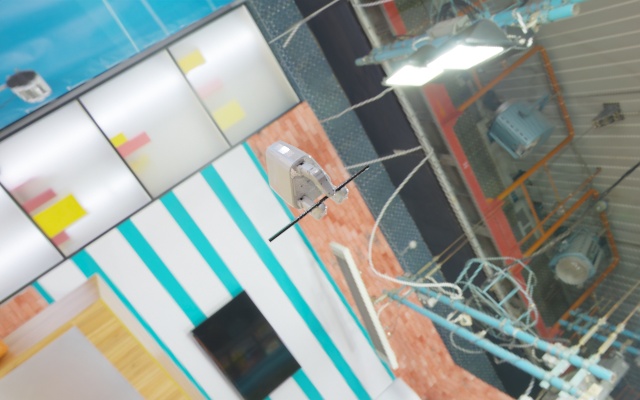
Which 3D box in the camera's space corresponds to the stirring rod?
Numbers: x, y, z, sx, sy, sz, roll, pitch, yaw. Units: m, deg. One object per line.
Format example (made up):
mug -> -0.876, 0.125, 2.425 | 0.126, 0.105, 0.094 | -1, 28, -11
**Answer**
stirring rod -> 0.000, 0.003, 0.888 | 0.239, 0.011, 0.011 | -37, 12, -17
